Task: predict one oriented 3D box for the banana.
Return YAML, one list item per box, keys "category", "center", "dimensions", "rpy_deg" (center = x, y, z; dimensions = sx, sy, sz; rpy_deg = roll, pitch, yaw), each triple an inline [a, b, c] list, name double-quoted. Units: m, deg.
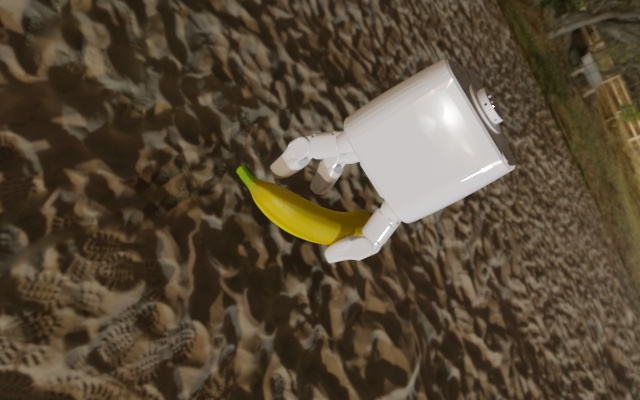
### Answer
- category: "banana"
  center: [0.001, 0.016, 0.504]
  dimensions: [0.037, 0.069, 0.198]
  rpy_deg: [-35, -38, 30]
